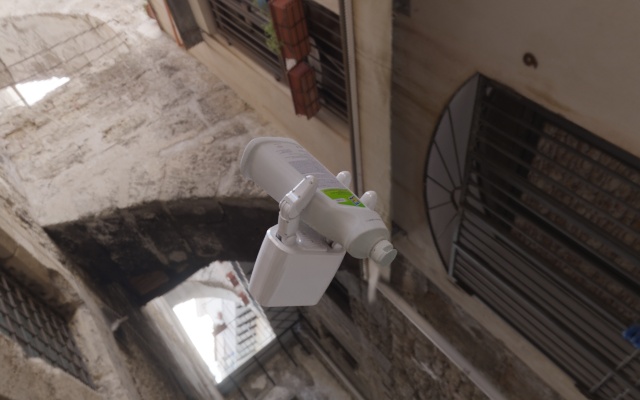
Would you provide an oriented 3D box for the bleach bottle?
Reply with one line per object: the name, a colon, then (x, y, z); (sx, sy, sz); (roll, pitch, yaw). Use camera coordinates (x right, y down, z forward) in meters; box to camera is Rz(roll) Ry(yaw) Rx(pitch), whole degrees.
bleach bottle: (0.000, 0.002, 0.650); (0.102, 0.068, 0.250); (-8, 40, -45)
